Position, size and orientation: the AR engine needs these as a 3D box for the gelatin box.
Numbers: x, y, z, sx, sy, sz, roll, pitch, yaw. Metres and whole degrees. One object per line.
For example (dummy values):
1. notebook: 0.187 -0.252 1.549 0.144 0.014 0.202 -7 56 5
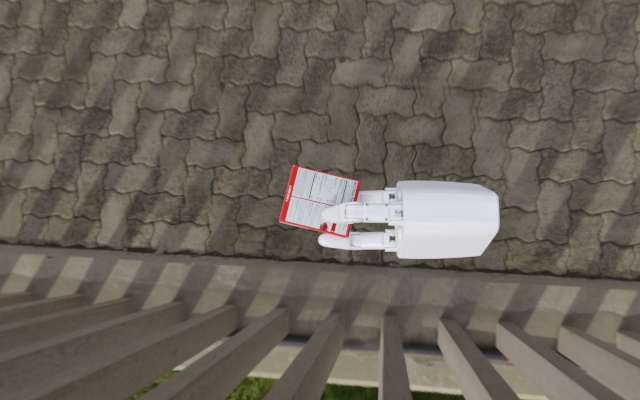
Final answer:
1. gelatin box: 0.000 0.002 0.597 0.089 0.073 0.030 14 -4 2
